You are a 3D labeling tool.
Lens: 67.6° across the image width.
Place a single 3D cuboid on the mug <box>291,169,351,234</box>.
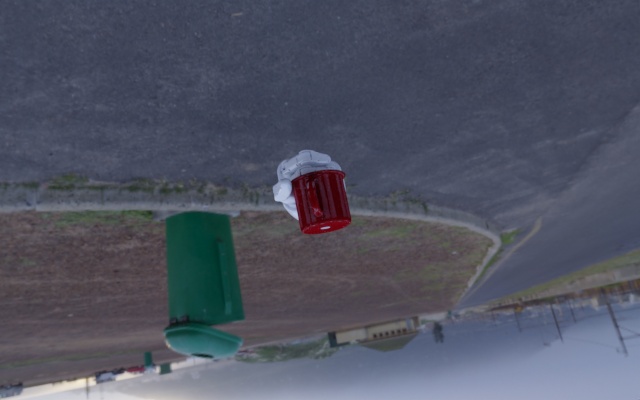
[{"bbox_3d":[0.000,0.002,0.741,0.093,0.081,0.117,-13,-15,6],"label":"mug"}]
